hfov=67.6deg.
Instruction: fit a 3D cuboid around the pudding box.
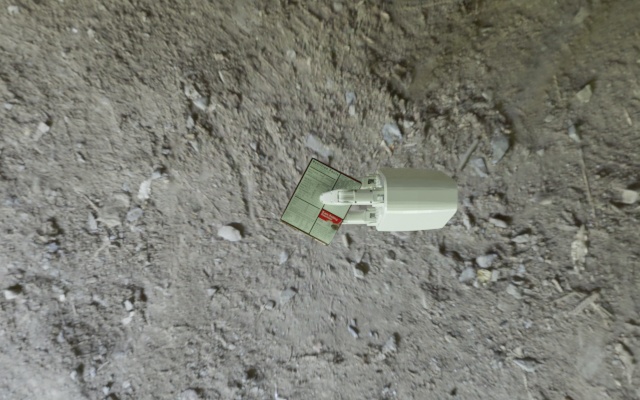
[{"bbox_3d":[0.000,0.002,0.739,0.090,0.113,0.039,28,-4,0],"label":"pudding box"}]
